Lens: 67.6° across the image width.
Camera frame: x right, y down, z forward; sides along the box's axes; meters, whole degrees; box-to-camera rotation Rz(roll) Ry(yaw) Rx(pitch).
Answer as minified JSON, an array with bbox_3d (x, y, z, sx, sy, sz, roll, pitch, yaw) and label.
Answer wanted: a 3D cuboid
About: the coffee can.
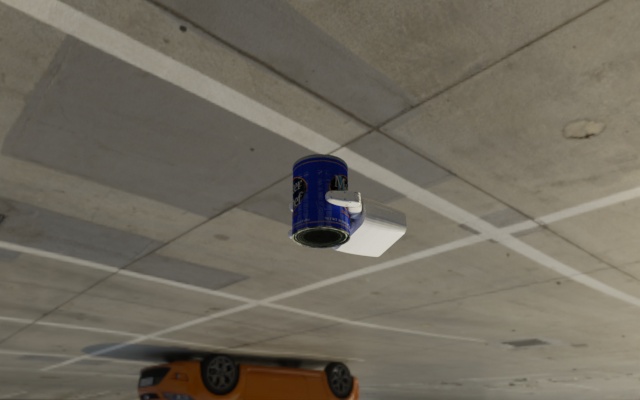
[{"bbox_3d":[0.000,0.003,0.852,0.103,0.140,0.103,-1,-25,0],"label":"coffee can"}]
